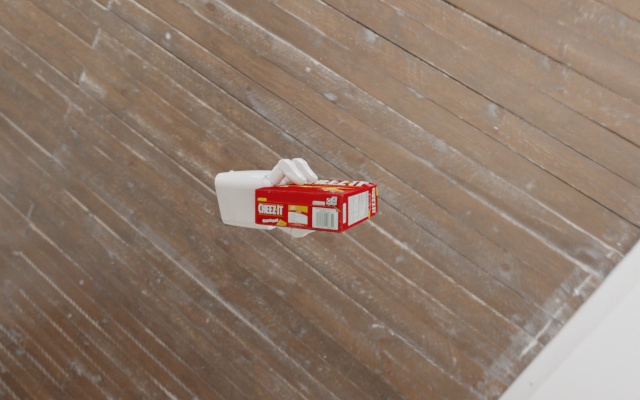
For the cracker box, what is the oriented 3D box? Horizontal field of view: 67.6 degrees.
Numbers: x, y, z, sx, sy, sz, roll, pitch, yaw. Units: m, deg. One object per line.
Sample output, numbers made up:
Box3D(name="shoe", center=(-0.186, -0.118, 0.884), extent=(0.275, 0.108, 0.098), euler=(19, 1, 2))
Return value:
Box3D(name="cracker box", center=(0.000, 0.003, 0.890), extent=(0.164, 0.072, 0.213), euler=(4, 8, 22))
